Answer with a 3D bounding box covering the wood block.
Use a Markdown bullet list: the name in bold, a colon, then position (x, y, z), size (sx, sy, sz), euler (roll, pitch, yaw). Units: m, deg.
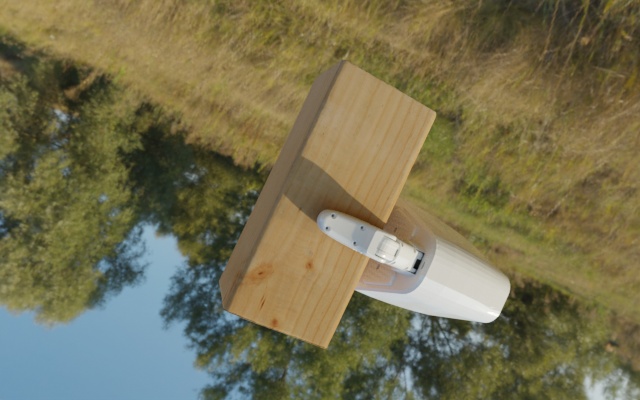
- **wood block**: position (0.000, 0.002, 0.403), size (0.090, 0.206, 0.091), euler (25, -1, -16)
